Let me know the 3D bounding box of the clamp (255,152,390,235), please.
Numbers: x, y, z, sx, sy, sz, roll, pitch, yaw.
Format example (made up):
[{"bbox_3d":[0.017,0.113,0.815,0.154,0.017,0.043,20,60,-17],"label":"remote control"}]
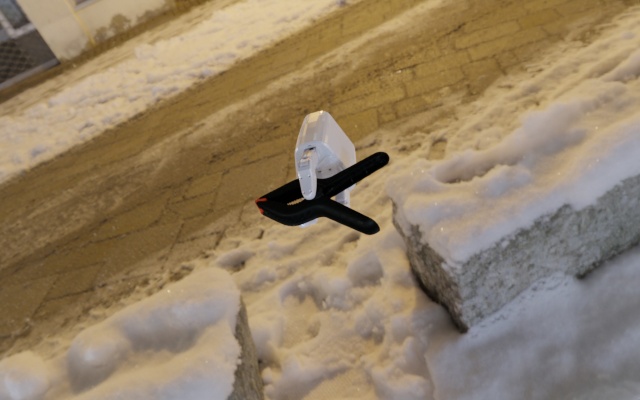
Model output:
[{"bbox_3d":[-0.001,0.002,0.699,0.210,0.036,0.164,-12,37,15],"label":"clamp"}]
